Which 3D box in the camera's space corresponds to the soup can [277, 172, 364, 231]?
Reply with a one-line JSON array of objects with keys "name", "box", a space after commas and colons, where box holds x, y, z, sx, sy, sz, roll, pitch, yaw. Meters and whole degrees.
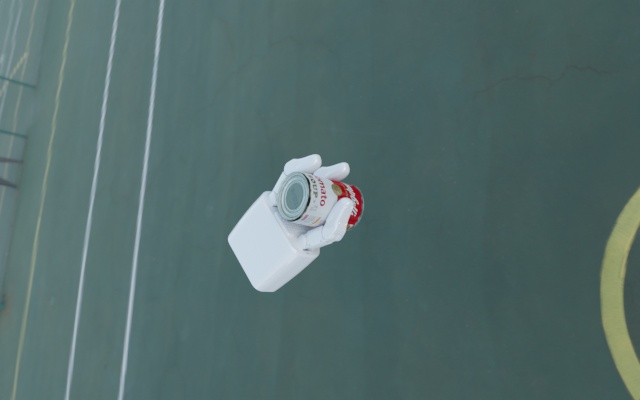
[{"name": "soup can", "box": [0.000, 0.002, 0.649, 0.102, 0.068, 0.068, 12, -8, -42]}]
